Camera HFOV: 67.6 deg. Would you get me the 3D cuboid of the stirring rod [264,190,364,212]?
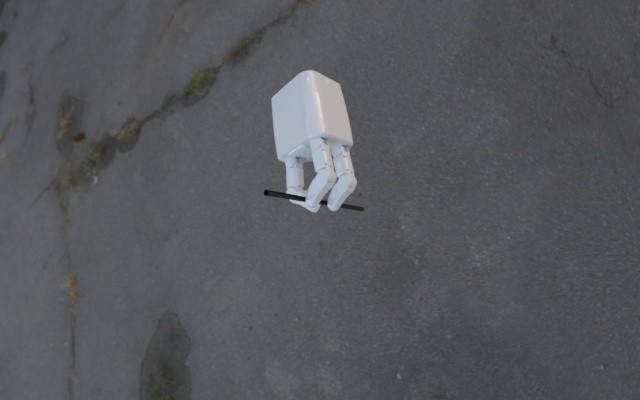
[{"bbox_3d":[0.000,0.002,0.715,0.011,0.011,0.239,0,-6,36],"label":"stirring rod"}]
